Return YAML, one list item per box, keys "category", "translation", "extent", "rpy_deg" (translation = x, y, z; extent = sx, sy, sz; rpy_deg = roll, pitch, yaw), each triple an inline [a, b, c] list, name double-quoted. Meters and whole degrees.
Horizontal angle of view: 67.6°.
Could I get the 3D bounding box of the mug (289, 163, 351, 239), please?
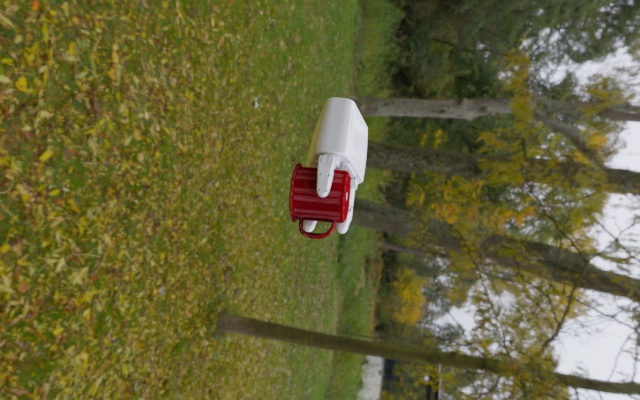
- category: "mug"
  translation: [0.000, 0.004, 0.733]
  extent: [0.081, 0.117, 0.093]
  rpy_deg: [5, -21, 9]
